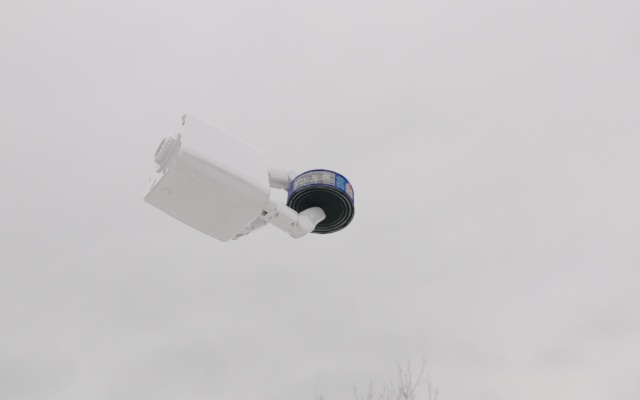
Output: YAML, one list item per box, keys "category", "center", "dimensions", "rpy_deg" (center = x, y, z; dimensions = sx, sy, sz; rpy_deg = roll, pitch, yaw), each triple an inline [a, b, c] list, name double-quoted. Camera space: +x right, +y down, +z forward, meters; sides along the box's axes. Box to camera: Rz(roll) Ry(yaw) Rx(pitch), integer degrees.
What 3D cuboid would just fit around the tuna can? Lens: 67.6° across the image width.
- category: "tuna can"
  center: [0.000, 0.002, 0.599]
  dimensions: [0.086, 0.086, 0.033]
  rpy_deg: [2, 45, 2]
